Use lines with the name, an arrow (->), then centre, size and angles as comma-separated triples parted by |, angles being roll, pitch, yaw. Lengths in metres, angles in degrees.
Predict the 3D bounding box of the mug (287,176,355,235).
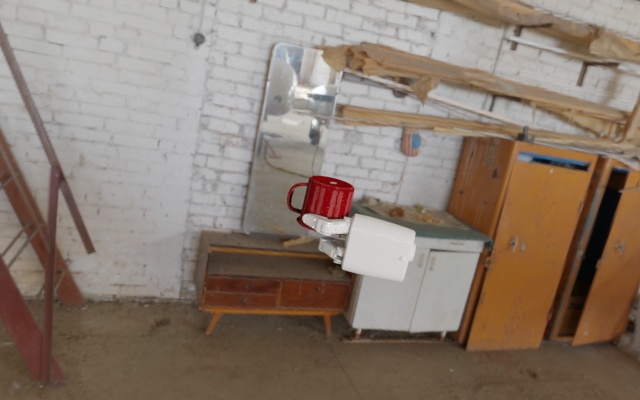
mug -> -0.001, 0.002, 0.830 | 0.117, 0.081, 0.093 | 14, 14, 2
